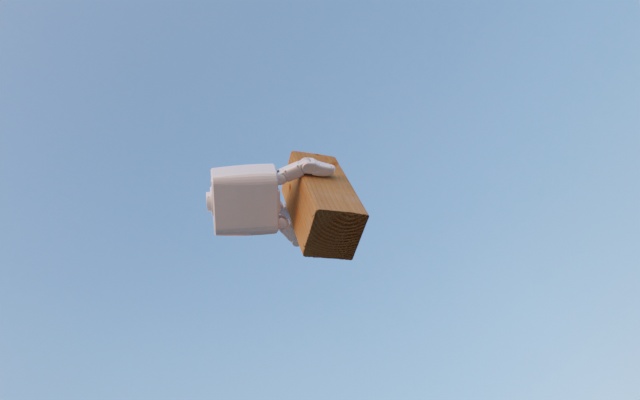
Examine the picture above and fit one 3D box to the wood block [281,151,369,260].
[{"bbox_3d":[0.000,0.002,0.824,0.090,0.091,0.206,7,29,-20],"label":"wood block"}]
